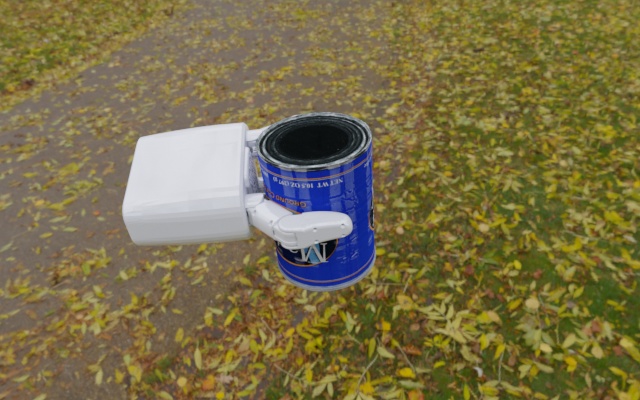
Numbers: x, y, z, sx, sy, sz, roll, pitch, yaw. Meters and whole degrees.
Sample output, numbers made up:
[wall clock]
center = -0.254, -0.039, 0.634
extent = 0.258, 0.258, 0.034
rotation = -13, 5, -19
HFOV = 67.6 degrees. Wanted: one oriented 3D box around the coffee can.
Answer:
[coffee can]
center = 0.000, 0.002, 0.457
extent = 0.103, 0.140, 0.102
rotation = -4, 36, 3
